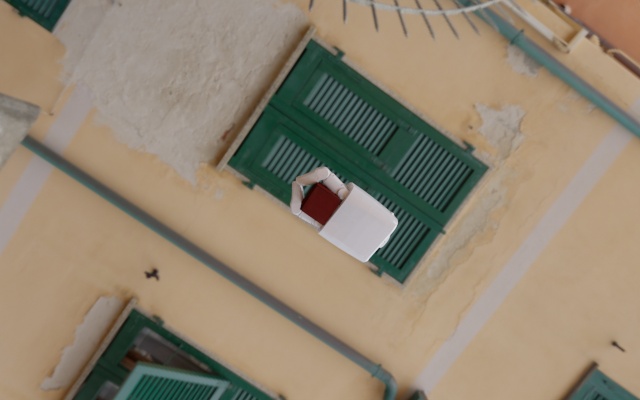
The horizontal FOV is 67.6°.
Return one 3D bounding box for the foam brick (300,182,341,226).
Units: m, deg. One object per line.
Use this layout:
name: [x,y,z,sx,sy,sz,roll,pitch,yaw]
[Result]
foam brick: [0.000,0.003,0.834,0.051,0.053,0.078,35,8,-5]
